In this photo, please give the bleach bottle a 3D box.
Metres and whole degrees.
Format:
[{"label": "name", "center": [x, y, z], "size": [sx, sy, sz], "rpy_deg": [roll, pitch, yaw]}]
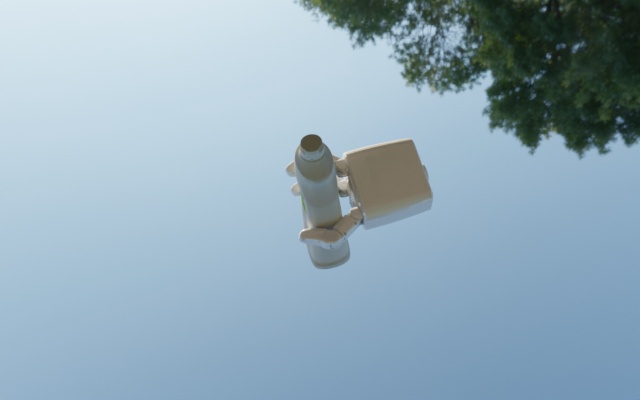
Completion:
[{"label": "bleach bottle", "center": [0.000, 0.002, 0.694], "size": [0.068, 0.102, 0.251], "rpy_deg": [-15, -33, -4]}]
